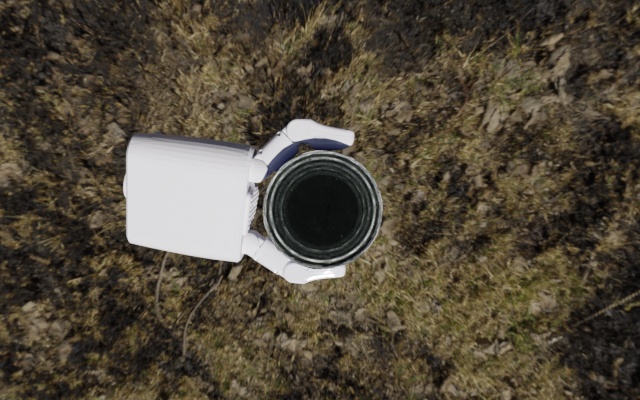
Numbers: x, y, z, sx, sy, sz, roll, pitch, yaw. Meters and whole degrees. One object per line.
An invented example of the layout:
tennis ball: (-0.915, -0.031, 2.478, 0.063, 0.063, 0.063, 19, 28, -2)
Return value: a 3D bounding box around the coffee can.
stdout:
coffee can: (0.000, 0.002, 0.472, 0.103, 0.103, 0.140, 0, 6, -2)
